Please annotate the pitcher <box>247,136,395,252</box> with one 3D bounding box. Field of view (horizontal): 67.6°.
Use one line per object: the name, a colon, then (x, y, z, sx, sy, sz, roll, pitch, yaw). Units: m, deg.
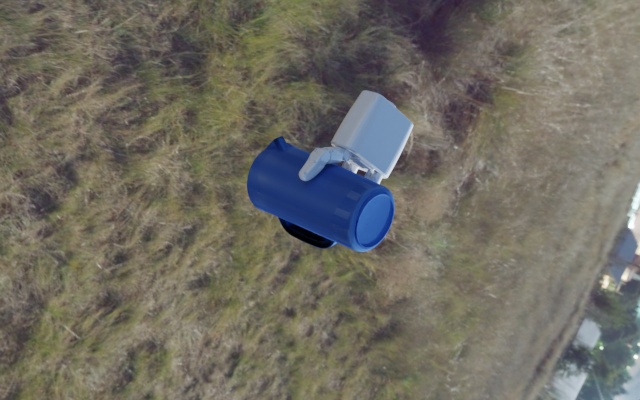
pitcher: (0.000, 0.002, 0.802, 0.242, 0.145, 0.149, 25, -7, 40)
